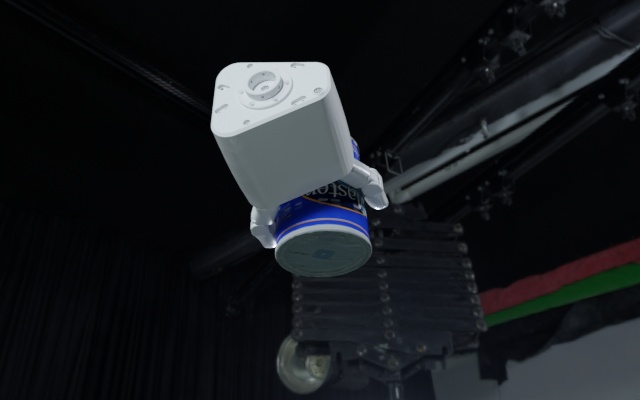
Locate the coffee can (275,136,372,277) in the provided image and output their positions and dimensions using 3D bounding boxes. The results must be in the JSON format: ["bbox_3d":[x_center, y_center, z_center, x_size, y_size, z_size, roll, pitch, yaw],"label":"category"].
[{"bbox_3d":[0.000,0.002,0.546,0.103,0.140,0.103,-2,-35,-2],"label":"coffee can"}]
